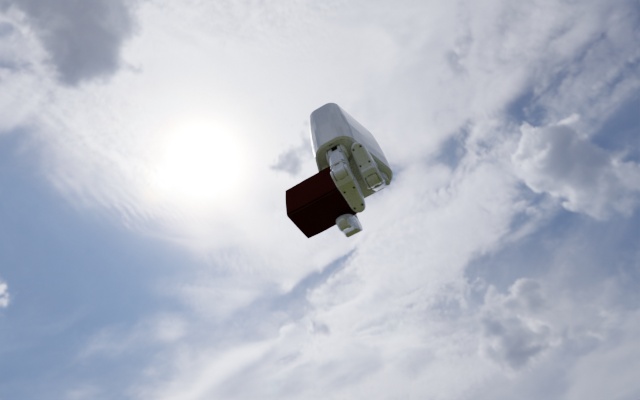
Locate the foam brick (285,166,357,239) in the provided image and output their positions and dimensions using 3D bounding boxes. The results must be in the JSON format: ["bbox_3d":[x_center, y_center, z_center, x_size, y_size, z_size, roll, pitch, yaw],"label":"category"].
[{"bbox_3d":[0.000,0.002,0.618,0.078,0.053,0.051,-28,38,12],"label":"foam brick"}]
